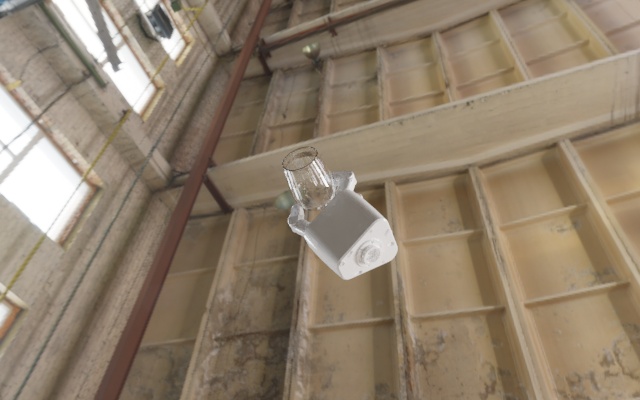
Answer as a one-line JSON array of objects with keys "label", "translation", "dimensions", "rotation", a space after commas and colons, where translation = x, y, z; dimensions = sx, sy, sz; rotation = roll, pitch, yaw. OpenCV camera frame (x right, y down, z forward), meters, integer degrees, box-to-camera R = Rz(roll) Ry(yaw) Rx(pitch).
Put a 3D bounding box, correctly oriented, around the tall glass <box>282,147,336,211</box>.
[{"label": "tall glass", "translation": [0.000, 0.003, 0.835], "dimensions": [0.079, 0.201, 0.079], "rotation": [-16, 38, 13]}]
